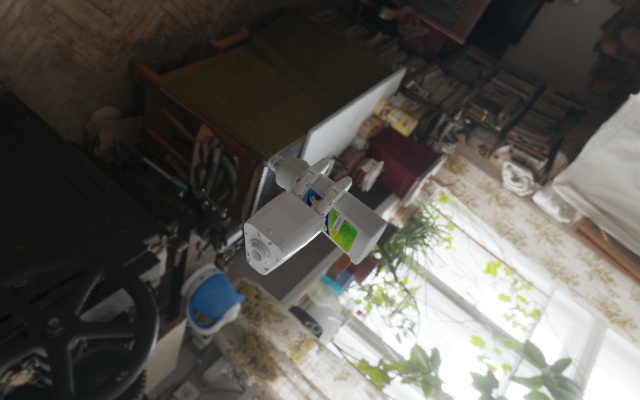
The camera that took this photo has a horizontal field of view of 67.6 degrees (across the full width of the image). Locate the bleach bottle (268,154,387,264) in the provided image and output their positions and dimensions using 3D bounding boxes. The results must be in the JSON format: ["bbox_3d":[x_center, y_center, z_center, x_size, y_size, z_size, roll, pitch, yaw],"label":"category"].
[{"bbox_3d":[0.000,0.003,0.895,0.251,0.103,0.068,38,47,15],"label":"bleach bottle"}]
